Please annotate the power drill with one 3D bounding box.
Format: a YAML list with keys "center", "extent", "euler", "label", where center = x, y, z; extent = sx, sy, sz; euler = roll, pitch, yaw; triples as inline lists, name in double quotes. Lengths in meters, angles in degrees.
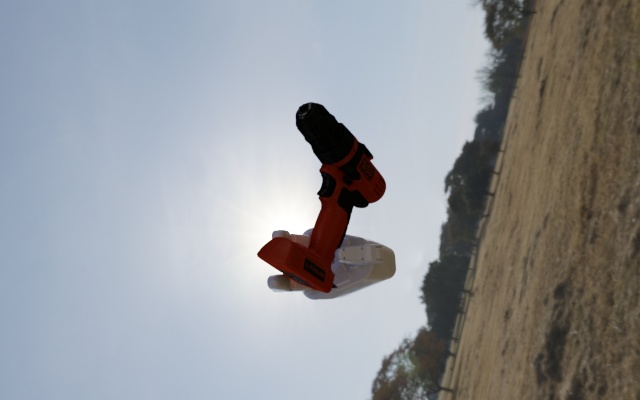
- center: [0.000, 0.002, 0.571]
  extent: [0.057, 0.187, 0.184]
  euler: [12, -22, 43]
  label: "power drill"
